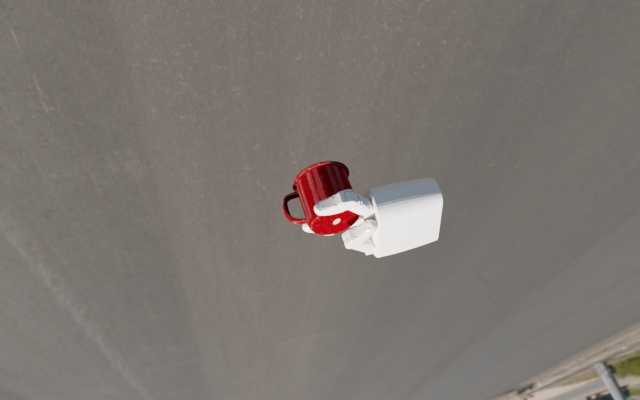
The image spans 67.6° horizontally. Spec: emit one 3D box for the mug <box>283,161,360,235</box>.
[{"bbox_3d":[-0.001,0.003,0.731,0.117,0.081,0.093,-14,-32,-8],"label":"mug"}]
